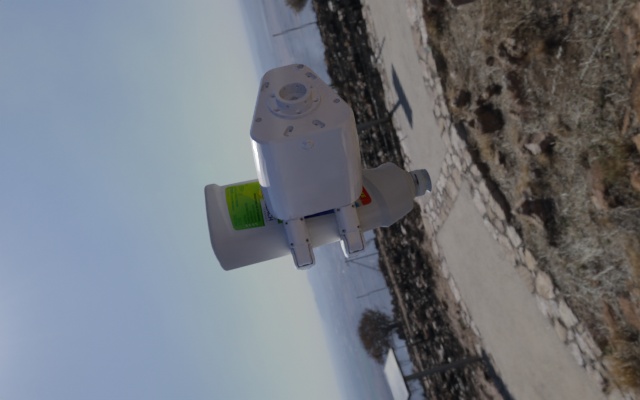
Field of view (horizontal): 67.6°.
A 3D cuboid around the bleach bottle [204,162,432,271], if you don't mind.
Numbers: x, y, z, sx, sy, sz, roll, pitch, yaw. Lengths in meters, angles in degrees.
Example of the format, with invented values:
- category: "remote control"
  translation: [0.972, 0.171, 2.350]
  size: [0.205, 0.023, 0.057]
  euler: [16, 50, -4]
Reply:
- category: "bleach bottle"
  translation: [0.000, 0.002, 0.547]
  size: [0.251, 0.102, 0.068]
  euler: [-15, -39, -4]
